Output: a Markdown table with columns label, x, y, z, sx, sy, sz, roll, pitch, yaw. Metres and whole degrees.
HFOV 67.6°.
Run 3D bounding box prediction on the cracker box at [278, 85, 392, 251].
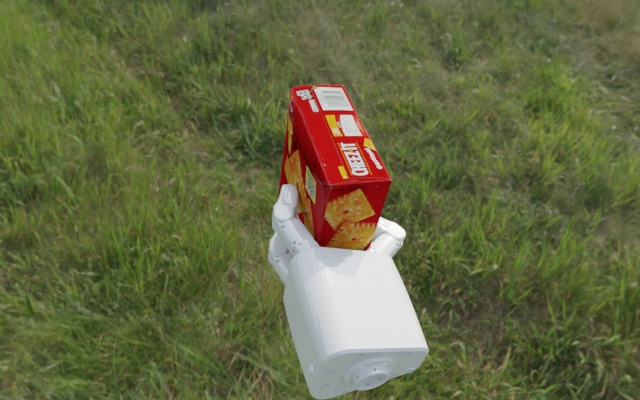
| label | x | y | z | sx | sy | sz | roll | pitch | yaw |
| --- | --- | --- | --- | --- | --- | --- | --- | --- | --- |
| cracker box | 0.000 | 0.002 | 0.550 | 0.072 | 0.164 | 0.214 | -5 | -43 | -17 |
